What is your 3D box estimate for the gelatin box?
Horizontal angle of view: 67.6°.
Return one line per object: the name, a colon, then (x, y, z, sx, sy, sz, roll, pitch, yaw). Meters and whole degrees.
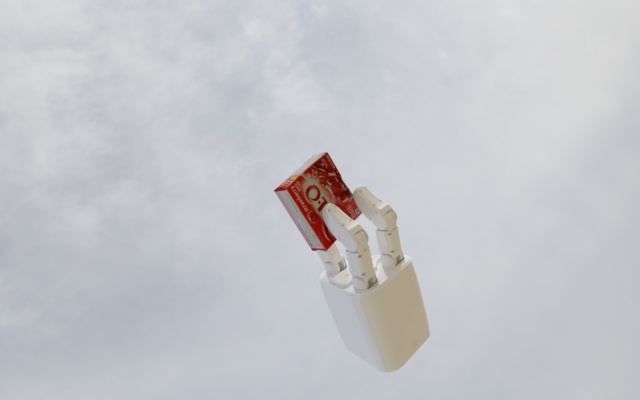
gelatin box: (0.000, 0.002, 0.542, 0.073, 0.089, 0.030, -44, 22, -32)
